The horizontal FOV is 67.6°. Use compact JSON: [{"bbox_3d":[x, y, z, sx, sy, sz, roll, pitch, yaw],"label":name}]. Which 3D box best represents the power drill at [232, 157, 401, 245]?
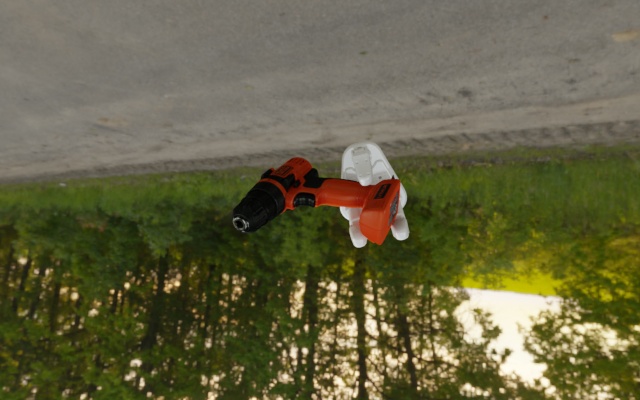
[{"bbox_3d":[0.001,0.002,0.624,0.187,0.057,0.184,13,32,18],"label":"power drill"}]
